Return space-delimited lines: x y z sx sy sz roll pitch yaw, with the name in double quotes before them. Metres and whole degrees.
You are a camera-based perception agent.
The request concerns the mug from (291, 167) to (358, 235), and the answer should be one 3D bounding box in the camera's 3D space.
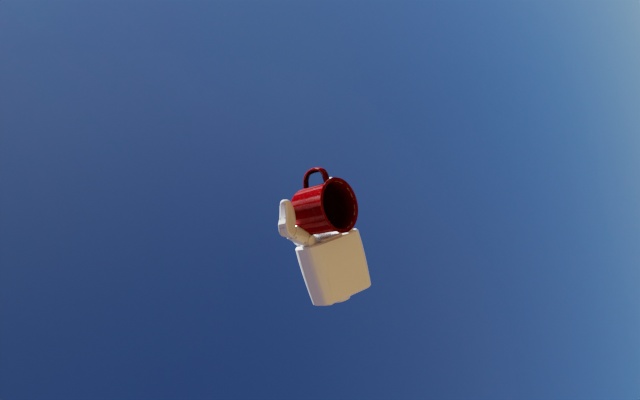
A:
"mug" 0.000 0.001 0.805 0.081 0.117 0.093 -13 3 42
